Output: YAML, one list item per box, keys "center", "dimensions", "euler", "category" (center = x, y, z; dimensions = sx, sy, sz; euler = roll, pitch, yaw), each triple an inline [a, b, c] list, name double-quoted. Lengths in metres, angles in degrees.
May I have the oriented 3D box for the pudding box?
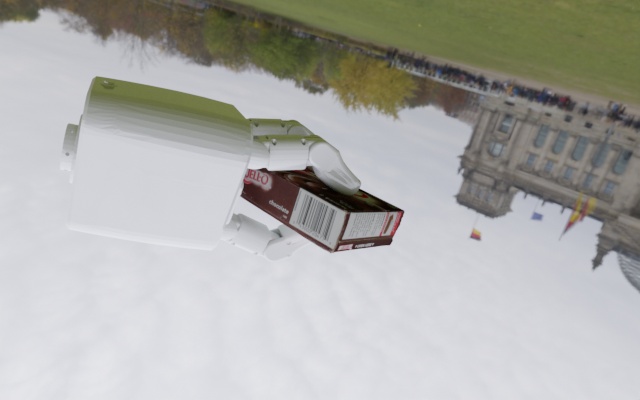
- center: [0.000, 0.001, 0.405]
  dimensions: [0.113, 0.039, 0.090]
  euler: [31, 19, 33]
  category: "pudding box"
